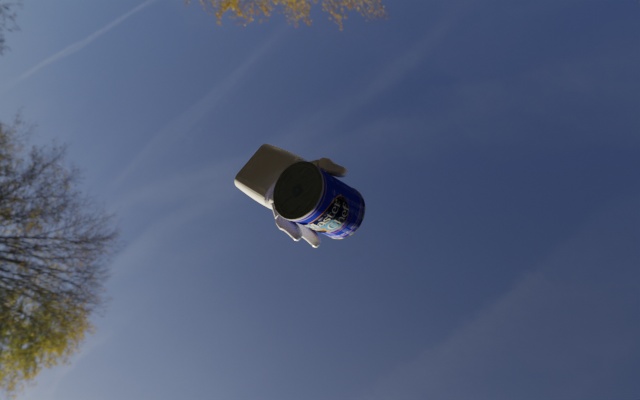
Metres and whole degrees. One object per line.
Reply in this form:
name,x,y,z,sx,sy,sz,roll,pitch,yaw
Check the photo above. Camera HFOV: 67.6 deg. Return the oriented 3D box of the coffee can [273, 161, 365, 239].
coffee can,0.000,0.003,0.842,0.103,0.102,0.140,0,-17,37
